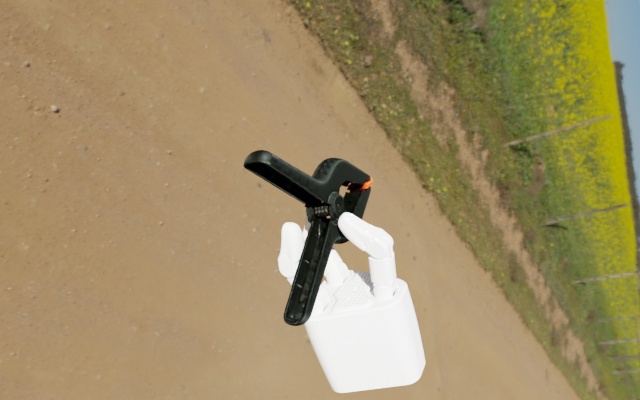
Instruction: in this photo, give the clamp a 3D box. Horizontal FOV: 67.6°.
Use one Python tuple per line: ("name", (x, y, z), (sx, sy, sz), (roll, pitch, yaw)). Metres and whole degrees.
("clamp", (0.001, 0.002, 0.492), (0.036, 0.165, 0.210), (-3, 23, 30))
